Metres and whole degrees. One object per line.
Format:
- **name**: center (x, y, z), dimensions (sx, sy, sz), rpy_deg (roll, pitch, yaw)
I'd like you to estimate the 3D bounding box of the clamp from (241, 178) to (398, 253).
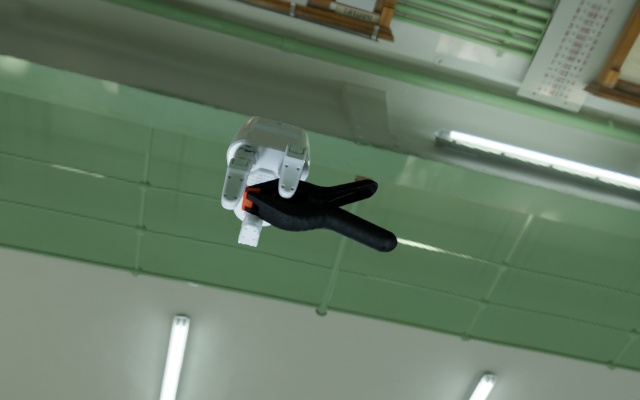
- **clamp**: center (0.000, 0.002, 0.542), dimensions (0.171, 0.039, 0.120), rpy_deg (14, 28, -6)
